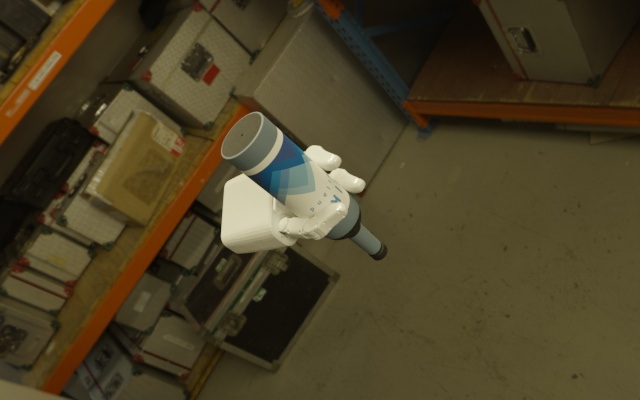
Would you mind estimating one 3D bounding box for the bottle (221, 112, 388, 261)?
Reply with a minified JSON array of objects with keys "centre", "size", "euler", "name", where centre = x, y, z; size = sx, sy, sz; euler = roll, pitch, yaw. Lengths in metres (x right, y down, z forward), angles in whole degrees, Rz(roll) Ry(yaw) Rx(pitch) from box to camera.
[{"centre":[0.000,0.002,0.628],"size":[0.069,0.069,0.296],"euler":[0,-31,45],"name":"bottle"}]
